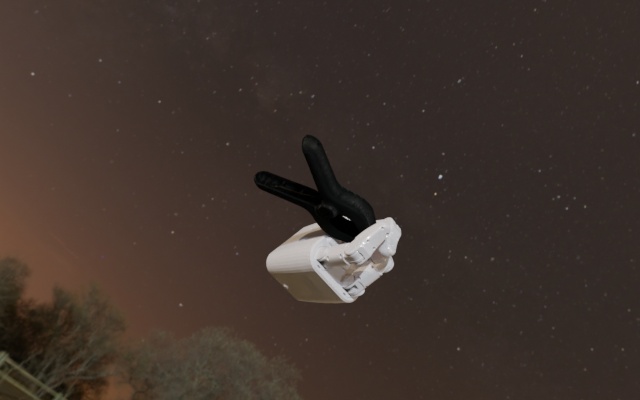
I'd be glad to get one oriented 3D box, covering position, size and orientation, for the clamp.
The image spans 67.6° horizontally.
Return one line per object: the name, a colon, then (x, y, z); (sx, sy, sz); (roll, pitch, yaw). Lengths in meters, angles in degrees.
clamp: (0.001, 0.002, 0.584); (0.120, 0.171, 0.039); (-15, 33, 48)
